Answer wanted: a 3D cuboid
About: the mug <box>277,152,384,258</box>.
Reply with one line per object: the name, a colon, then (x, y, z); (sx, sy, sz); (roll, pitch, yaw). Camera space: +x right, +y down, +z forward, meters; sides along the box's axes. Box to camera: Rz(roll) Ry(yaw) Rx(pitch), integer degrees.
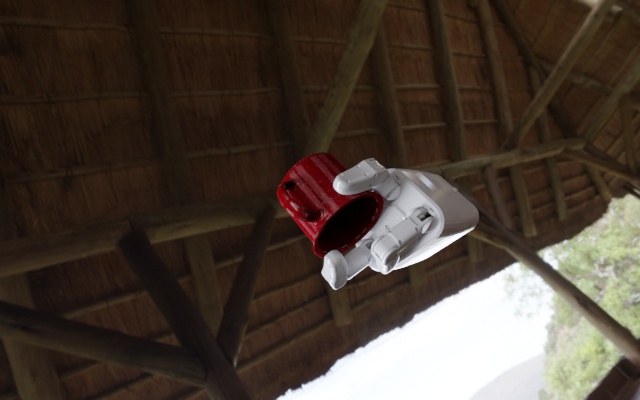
mug: (-0.001, 0.002, 0.514); (0.117, 0.093, 0.081); (0, 41, -49)
